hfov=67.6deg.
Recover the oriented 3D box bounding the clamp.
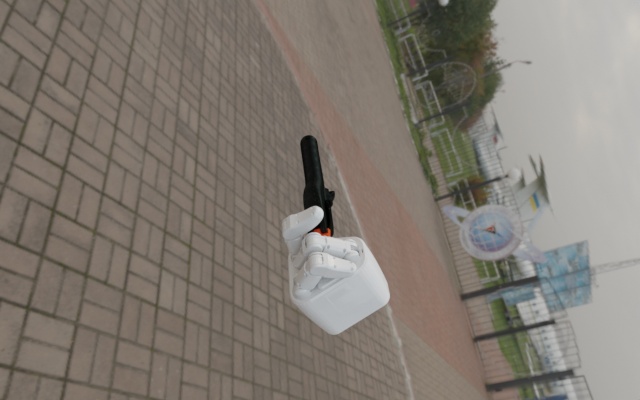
[{"bbox_3d":[0.001,0.002,0.672,0.039,0.171,0.120,-16,-44,16],"label":"clamp"}]
